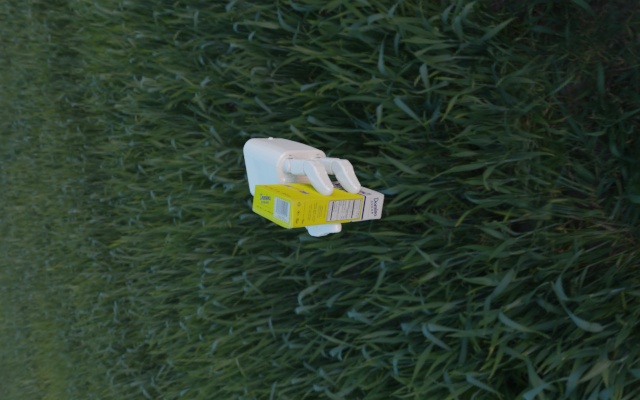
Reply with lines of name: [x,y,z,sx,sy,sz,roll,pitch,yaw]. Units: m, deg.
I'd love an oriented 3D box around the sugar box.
sugar box: [0.000,0.002,0.702,0.176,0.048,0.093,-7,20,-40]
